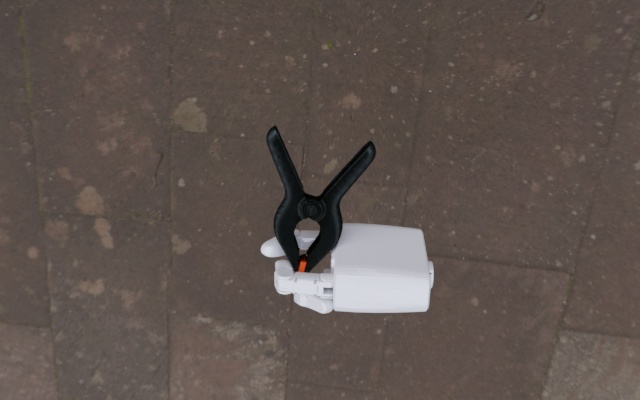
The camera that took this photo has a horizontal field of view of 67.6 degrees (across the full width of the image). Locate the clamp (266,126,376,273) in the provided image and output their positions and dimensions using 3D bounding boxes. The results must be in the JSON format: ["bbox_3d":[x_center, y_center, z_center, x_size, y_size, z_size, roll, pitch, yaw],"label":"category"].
[{"bbox_3d":[0.000,0.002,0.541,0.120,0.171,0.039,2,17,4],"label":"clamp"}]
